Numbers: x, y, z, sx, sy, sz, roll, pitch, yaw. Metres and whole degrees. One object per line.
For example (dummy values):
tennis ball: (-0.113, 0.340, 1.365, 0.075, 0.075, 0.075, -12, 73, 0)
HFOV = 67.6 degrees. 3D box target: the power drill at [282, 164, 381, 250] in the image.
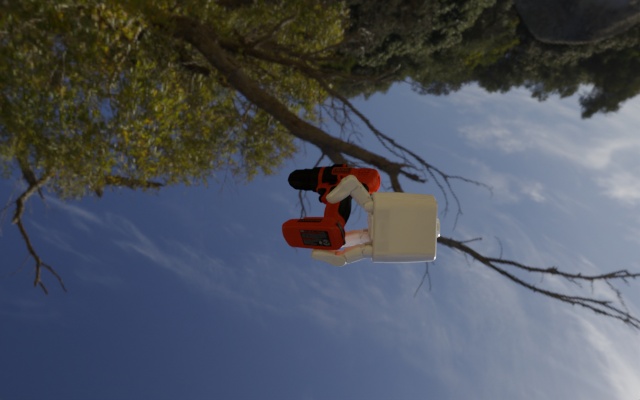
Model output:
power drill: (0.000, 0.003, 0.854, 0.184, 0.057, 0.187, 0, 40, 25)
